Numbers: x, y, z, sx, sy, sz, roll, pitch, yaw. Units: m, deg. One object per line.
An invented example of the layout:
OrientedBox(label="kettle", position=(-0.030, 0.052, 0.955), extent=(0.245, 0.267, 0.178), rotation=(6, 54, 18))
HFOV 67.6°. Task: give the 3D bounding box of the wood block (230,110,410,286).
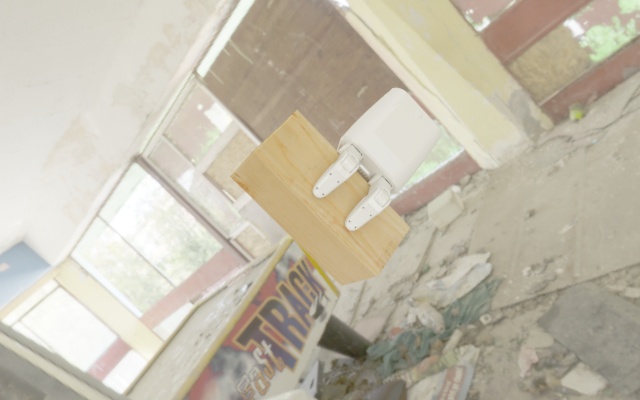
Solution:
OrientedBox(label="wood block", position=(0.000, 0.002, 0.607), extent=(0.090, 0.206, 0.091), rotation=(-50, 10, -31))
